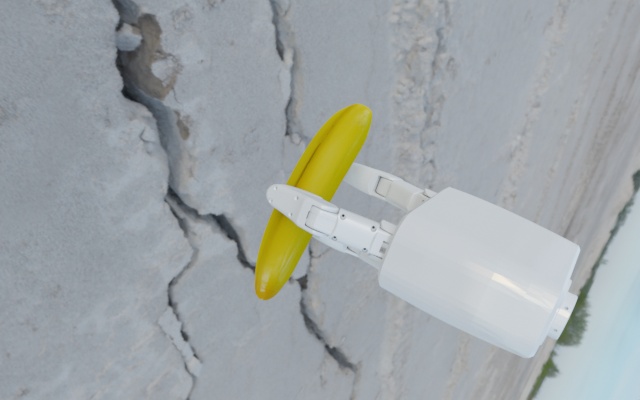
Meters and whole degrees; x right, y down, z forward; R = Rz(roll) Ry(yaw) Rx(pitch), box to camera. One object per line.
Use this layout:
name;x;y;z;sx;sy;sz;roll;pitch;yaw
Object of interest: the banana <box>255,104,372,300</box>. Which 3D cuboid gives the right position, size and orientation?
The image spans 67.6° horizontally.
banana;-0.003;-0.009;0.393;0.037;0.197;0.070;25;-14;22
